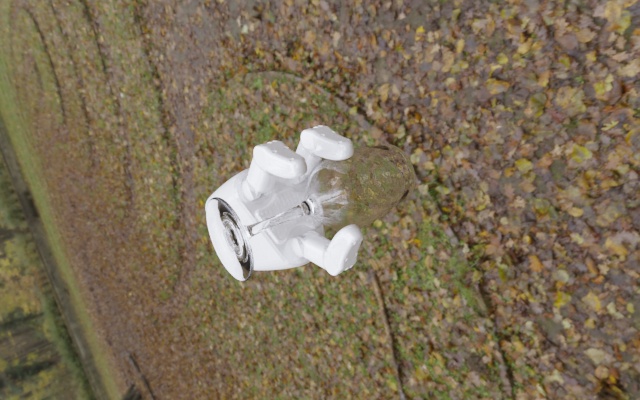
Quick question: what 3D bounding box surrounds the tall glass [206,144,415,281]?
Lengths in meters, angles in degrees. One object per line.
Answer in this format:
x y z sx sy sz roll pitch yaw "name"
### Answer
0.000 0.002 0.450 0.201 0.079 0.079 -22 12 -33 "tall glass"
